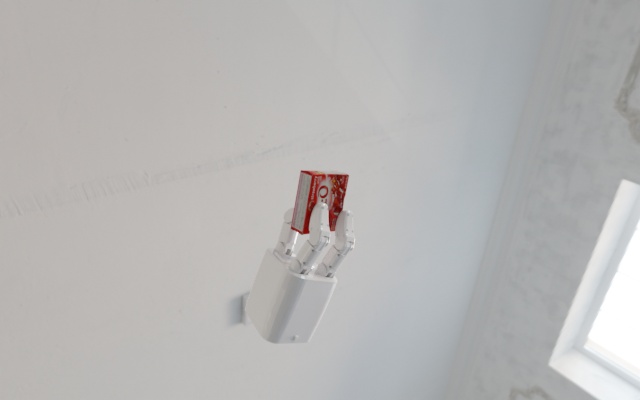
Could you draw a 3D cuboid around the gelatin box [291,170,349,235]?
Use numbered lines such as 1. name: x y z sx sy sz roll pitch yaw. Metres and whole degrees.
1. gelatin box: 0.000 0.002 0.683 0.073 0.089 0.030 -2 17 -43
